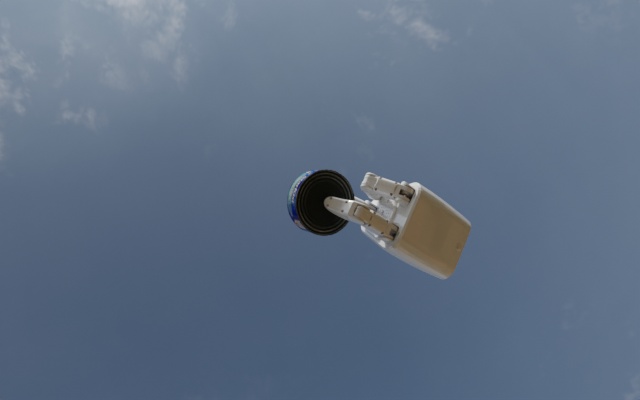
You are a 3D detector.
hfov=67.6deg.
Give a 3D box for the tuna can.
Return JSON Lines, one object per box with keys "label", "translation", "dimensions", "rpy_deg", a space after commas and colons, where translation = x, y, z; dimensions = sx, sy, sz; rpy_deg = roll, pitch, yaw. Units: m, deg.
{"label": "tuna can", "translation": [0.000, 0.002, 0.628], "dimensions": [0.086, 0.086, 0.034], "rpy_deg": [0, 3, -27]}
